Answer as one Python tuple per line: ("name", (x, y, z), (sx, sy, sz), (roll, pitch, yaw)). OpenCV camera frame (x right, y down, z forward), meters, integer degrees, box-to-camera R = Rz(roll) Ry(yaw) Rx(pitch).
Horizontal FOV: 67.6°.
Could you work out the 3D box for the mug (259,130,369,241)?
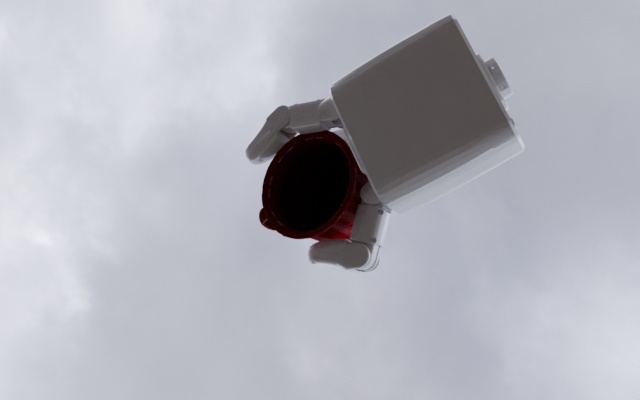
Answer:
("mug", (-0.001, 0.002, 0.424), (0.117, 0.093, 0.081), (-27, -29, 24))
